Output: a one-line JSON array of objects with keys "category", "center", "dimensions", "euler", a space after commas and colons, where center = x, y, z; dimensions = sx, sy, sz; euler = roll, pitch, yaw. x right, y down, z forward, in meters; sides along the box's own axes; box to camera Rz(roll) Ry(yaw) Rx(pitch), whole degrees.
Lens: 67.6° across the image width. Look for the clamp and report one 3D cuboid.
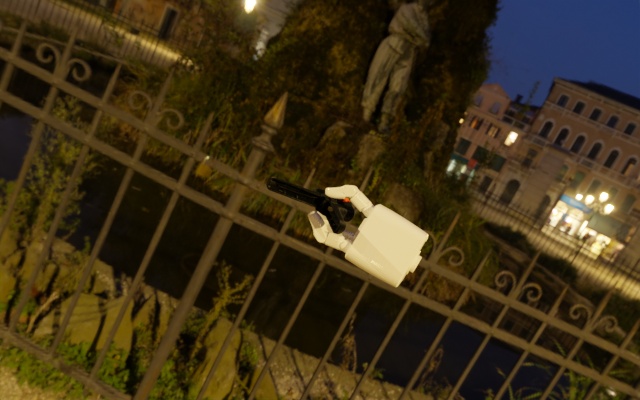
[{"category": "clamp", "center": [0.001, 0.002, 0.889], "dimensions": [0.164, 0.036, 0.210], "euler": [32, 12, 14]}]
